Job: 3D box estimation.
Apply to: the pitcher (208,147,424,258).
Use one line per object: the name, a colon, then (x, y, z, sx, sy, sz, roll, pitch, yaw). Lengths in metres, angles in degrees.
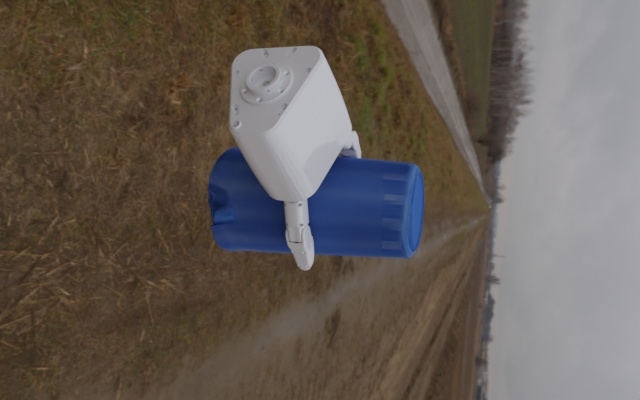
pitcher: (0.000, 0.002, 0.586, 0.243, 0.149, 0.145, 4, -31, 20)
